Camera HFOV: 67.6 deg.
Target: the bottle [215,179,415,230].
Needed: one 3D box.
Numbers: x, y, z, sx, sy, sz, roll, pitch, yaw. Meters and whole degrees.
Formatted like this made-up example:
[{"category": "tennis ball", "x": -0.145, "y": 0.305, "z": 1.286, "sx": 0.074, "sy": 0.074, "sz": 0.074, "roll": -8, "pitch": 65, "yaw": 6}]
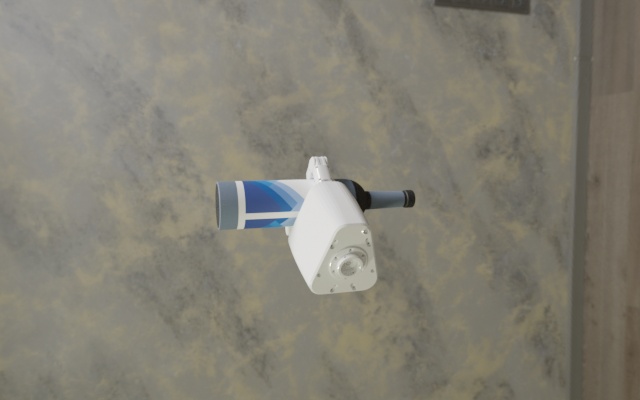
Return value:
[{"category": "bottle", "x": 0.000, "y": 0.002, "z": 0.694, "sx": 0.296, "sy": 0.069, "sz": 0.069, "roll": -2, "pitch": 1, "yaw": -17}]
